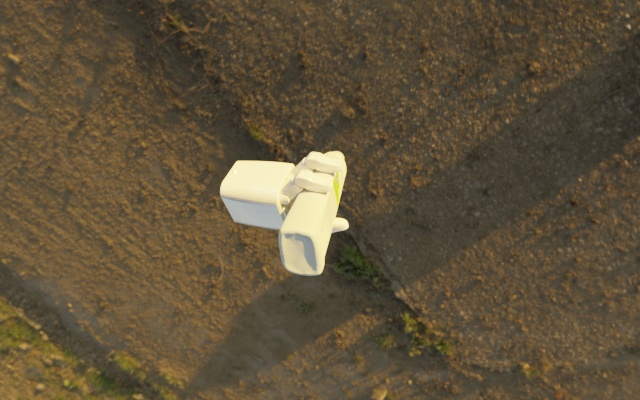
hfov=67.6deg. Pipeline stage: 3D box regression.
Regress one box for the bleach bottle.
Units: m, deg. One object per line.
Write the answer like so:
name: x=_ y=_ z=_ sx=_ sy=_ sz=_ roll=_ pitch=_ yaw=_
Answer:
bleach bottle: x=0.000 y=0.003 z=0.809 sx=0.068 sy=0.103 sz=0.250 roll=6 pitch=39 yaw=14
